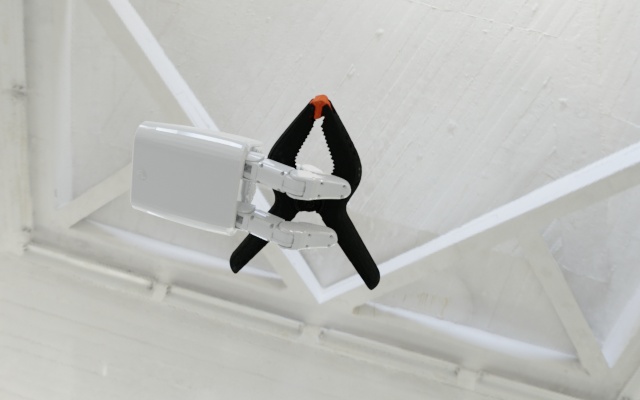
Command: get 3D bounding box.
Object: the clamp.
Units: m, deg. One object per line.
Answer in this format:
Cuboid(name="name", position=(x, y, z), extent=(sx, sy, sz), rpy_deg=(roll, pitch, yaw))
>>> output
Cuboid(name="clamp", position=(0.000, 0.001, 0.487), extent=(0.164, 0.210, 0.036), rpy_deg=(12, 25, -2))
